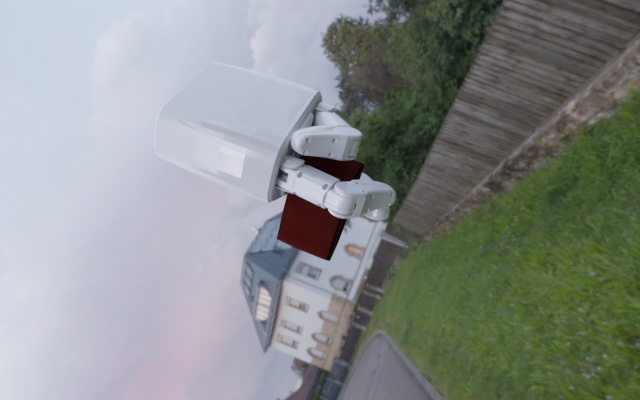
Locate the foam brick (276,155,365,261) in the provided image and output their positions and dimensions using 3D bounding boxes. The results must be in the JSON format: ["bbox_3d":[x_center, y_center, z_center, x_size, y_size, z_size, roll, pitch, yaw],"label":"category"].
[{"bbox_3d":[0.000,0.002,0.419,0.051,0.078,0.053,19,29,6],"label":"foam brick"}]
